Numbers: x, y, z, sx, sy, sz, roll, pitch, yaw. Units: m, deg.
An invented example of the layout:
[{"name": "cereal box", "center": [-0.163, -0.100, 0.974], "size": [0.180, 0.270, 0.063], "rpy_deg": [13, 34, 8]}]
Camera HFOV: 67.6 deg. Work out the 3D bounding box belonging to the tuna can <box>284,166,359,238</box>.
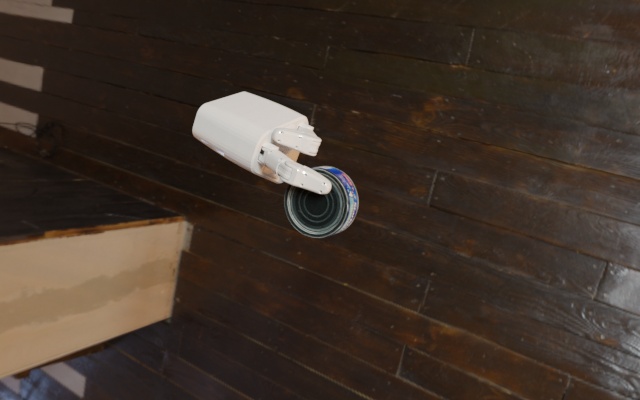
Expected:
[{"name": "tuna can", "center": [0.000, 0.002, 0.572], "size": [0.086, 0.086, 0.034], "rpy_deg": [0, 6, 23]}]
